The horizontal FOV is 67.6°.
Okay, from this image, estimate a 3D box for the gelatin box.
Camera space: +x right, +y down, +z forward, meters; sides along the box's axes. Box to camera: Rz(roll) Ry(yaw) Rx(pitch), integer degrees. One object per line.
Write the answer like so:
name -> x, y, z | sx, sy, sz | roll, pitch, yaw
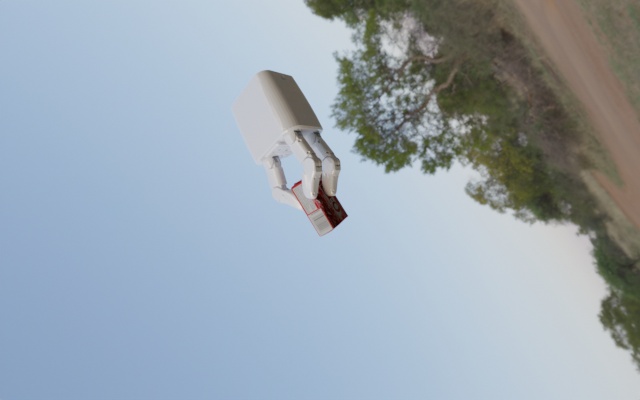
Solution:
gelatin box -> 0.000, 0.003, 0.737 | 0.030, 0.089, 0.073 | -30, 2, 25
